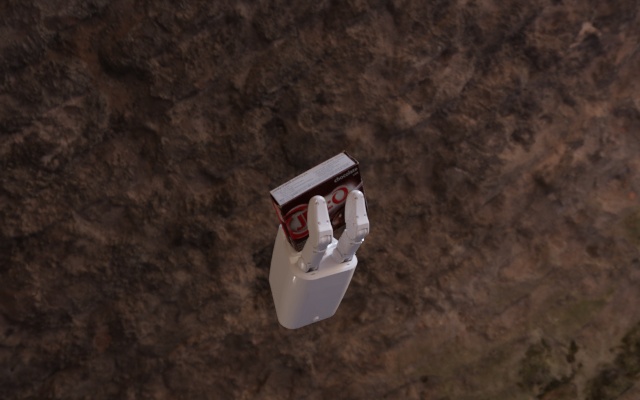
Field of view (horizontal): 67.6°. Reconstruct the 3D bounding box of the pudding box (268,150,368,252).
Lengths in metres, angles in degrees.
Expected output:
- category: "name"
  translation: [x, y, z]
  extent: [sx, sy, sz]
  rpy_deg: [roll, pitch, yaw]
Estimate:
- category: "pudding box"
  translation: [0.000, 0.002, 0.600]
  extent: [0.113, 0.090, 0.039]
  rpy_deg: [-32, 49, -13]
